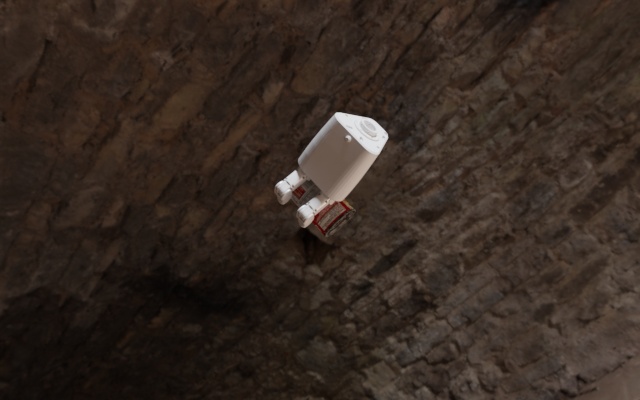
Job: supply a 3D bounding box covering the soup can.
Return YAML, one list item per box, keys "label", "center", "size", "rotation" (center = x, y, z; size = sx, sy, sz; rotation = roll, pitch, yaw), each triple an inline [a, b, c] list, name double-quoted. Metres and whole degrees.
- label: "soup can"
  center: [0.000, 0.003, 0.804]
  size: [0.068, 0.102, 0.068]
  rotation: [-40, -13, -11]
